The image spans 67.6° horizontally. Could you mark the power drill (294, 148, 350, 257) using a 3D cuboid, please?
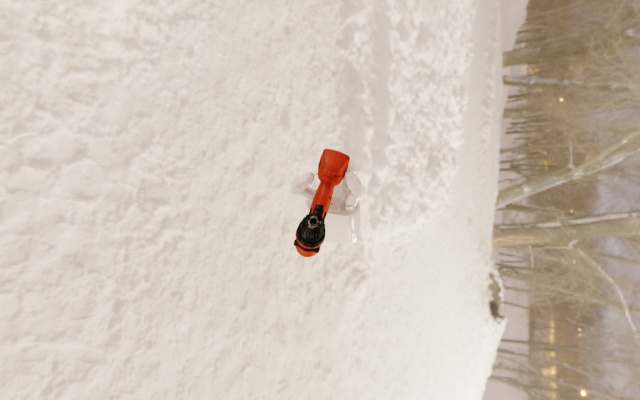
[{"bbox_3d":[0.000,0.003,0.876,0.057,0.187,0.184,20,-20,0],"label":"power drill"}]
